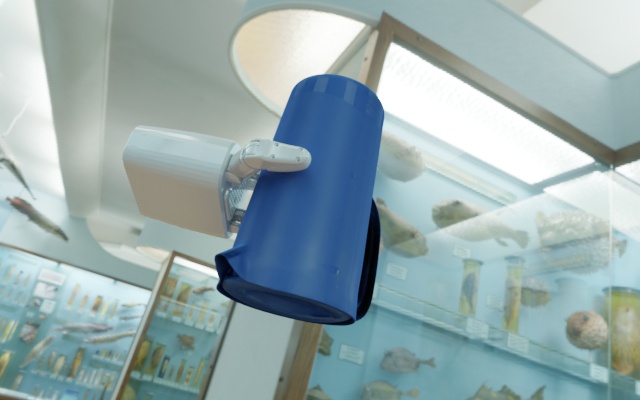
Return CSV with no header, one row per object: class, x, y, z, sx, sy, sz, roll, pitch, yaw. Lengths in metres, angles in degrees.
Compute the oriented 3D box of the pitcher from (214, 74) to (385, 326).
pitcher,0.000,0.002,0.494,0.145,0.242,0.149,12,-23,7
